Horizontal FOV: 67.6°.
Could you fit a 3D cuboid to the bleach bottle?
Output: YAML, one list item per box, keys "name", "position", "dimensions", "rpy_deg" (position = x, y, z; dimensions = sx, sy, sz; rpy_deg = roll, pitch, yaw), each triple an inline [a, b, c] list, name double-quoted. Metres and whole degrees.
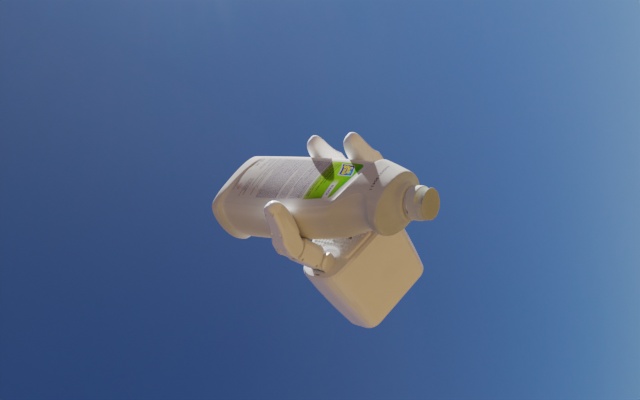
- name: "bleach bottle"
  position: [0.000, 0.001, 0.489]
  dimensions: [0.251, 0.102, 0.068]
  rpy_deg: [5, -39, 44]
